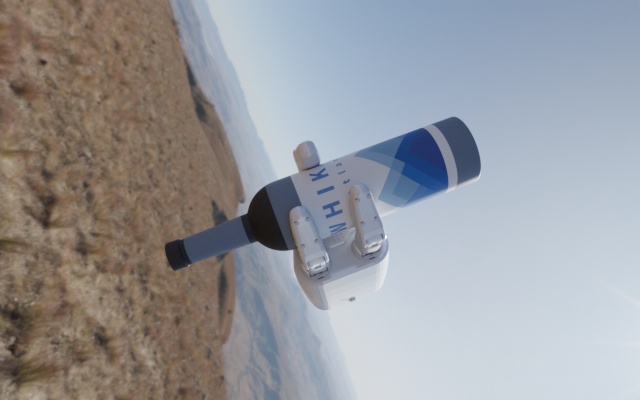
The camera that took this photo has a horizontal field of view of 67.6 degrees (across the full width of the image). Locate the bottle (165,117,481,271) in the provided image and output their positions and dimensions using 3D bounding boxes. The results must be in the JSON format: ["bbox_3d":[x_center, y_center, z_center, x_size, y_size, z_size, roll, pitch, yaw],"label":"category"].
[{"bbox_3d":[0.000,0.001,0.449,0.295,0.069,0.069,-20,1,-4],"label":"bottle"}]
